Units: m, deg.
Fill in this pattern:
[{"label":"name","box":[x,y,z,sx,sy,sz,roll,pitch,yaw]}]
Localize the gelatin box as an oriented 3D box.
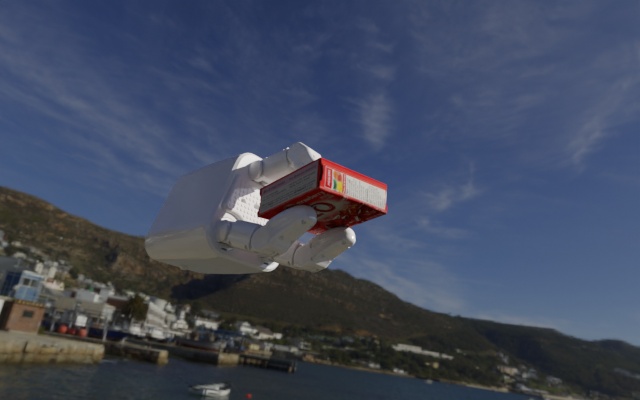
[{"label":"gelatin box","box":[0.000,0.001,0.405,0.073,0.030,0.089,20,-28,-35]}]
